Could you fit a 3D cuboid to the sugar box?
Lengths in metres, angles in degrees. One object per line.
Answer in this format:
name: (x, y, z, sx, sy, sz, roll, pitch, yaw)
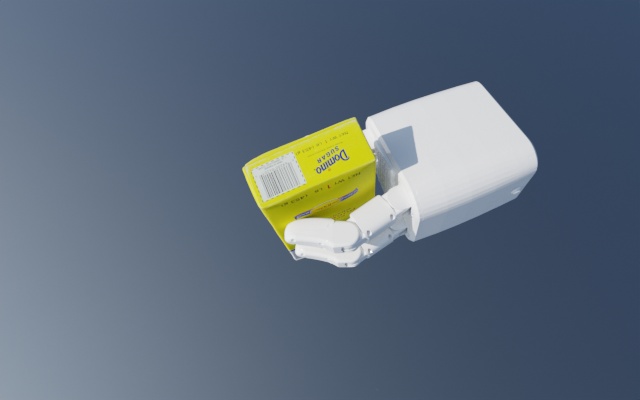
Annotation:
sugar box: (0.000, 0.002, 0.424, 0.093, 0.048, 0.176, -23, -22, -1)
